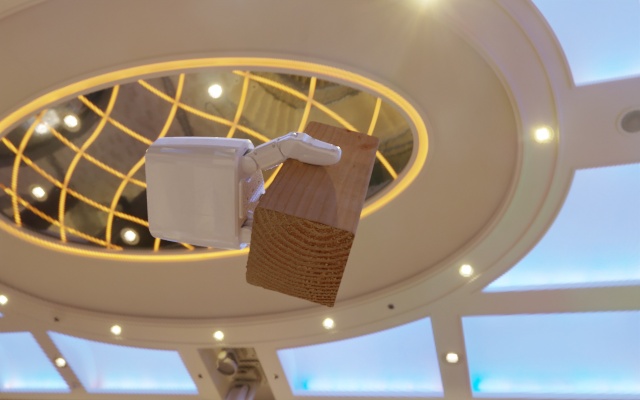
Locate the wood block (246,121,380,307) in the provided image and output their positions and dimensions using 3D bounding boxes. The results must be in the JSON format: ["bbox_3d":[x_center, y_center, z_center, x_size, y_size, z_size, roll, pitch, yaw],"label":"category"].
[{"bbox_3d":[0.000,0.001,0.508,0.090,0.091,0.206,15,33,4],"label":"wood block"}]
